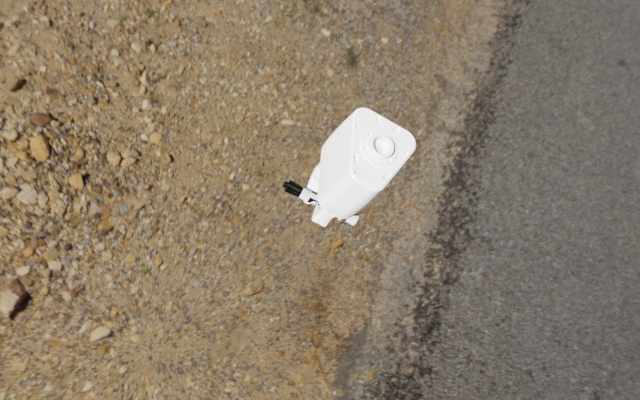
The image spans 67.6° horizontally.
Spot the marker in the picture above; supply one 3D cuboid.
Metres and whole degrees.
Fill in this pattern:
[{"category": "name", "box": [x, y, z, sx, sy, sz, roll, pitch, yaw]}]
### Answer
[{"category": "marker", "box": [0.000, 0.002, 0.700, 0.121, 0.020, 0.020, 27, -5, -10]}]
